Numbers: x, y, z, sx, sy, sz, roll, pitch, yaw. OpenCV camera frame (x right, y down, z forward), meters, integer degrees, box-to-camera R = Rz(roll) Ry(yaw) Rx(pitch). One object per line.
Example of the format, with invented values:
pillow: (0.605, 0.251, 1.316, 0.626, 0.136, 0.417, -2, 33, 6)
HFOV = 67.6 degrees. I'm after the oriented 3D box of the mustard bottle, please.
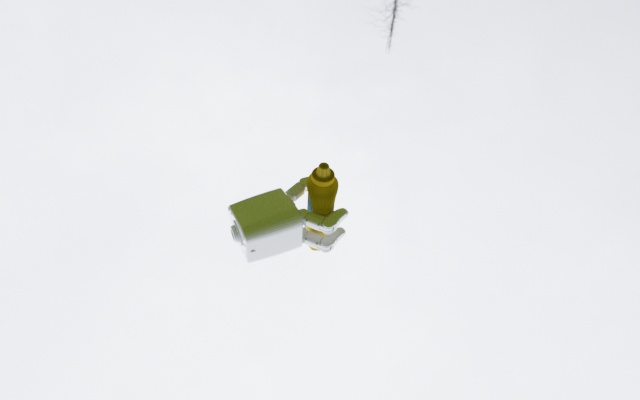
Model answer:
mustard bottle: (0.000, 0.003, 0.883, 0.058, 0.096, 0.192, 1, -41, -3)
